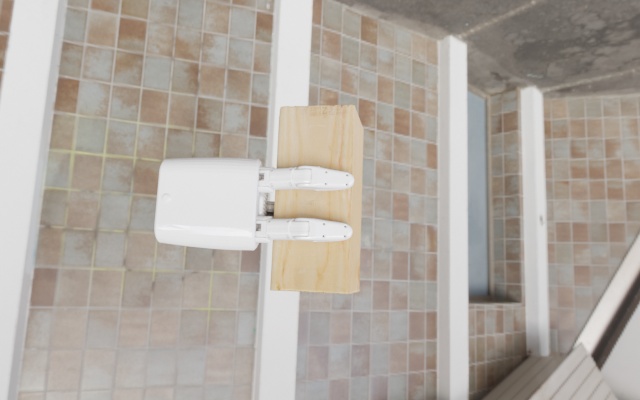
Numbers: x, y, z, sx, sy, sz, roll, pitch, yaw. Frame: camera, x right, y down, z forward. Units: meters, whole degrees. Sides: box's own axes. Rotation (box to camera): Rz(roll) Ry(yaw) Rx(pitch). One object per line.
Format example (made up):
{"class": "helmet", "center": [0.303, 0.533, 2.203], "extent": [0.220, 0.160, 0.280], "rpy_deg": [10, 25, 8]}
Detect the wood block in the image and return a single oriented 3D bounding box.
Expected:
{"class": "wood block", "center": [0.000, 0.002, 0.561], "extent": [0.090, 0.206, 0.091], "rpy_deg": [1, -9, 11]}
